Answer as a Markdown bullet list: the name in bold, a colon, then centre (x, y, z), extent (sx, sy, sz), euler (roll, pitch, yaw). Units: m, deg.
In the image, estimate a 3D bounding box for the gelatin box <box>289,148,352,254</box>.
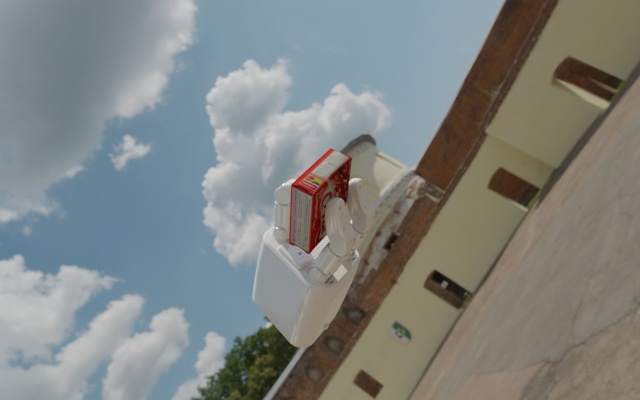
- **gelatin box**: centre (0.000, 0.001, 0.501), extent (0.030, 0.089, 0.073), euler (26, 47, 22)
